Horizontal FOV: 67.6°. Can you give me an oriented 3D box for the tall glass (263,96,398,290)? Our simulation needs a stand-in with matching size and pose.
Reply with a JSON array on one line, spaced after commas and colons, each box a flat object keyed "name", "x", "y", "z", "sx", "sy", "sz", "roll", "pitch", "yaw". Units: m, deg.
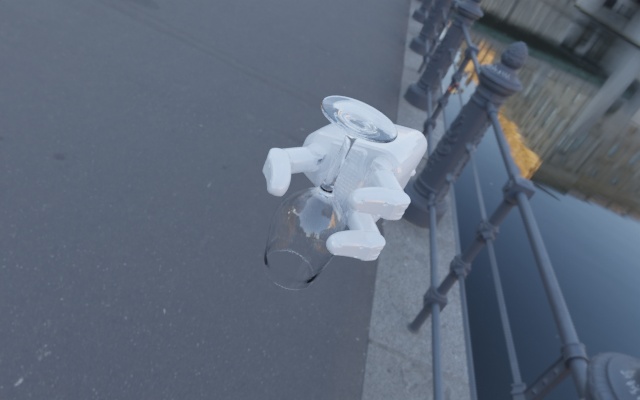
[{"name": "tall glass", "x": 0.000, "y": 0.001, "z": 0.479, "sx": 0.079, "sy": 0.201, "sz": 0.079, "roll": 17, "pitch": 34, "yaw": -12}]
